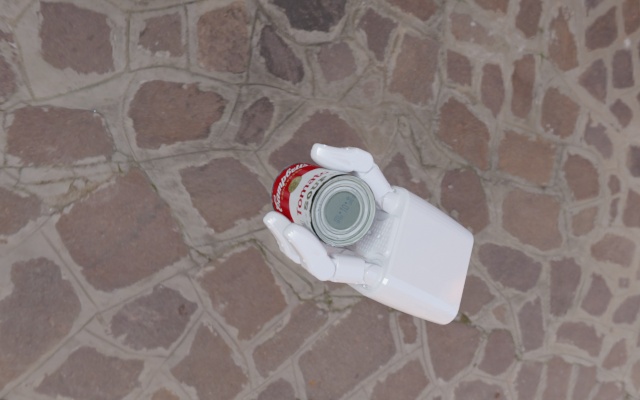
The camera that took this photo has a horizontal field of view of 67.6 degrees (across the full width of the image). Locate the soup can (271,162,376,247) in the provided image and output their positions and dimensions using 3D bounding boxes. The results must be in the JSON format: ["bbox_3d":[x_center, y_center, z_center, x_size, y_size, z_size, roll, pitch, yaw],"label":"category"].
[{"bbox_3d":[0.000,0.001,0.464,0.068,0.068,0.102,0,10,-25],"label":"soup can"}]
